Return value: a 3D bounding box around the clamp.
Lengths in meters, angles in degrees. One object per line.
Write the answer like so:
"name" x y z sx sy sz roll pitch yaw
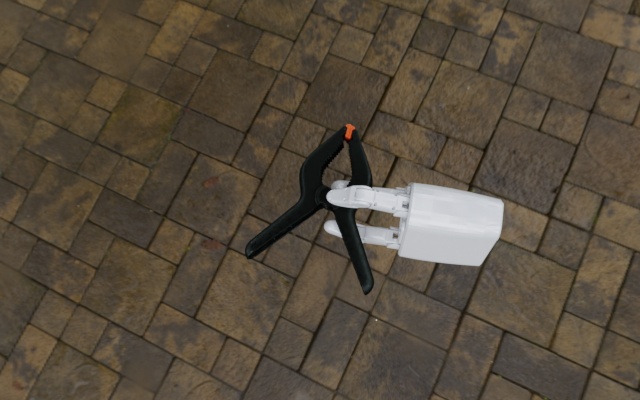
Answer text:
"clamp" 0.000 0.001 0.606 0.164 0.210 0.036 9 -13 5
